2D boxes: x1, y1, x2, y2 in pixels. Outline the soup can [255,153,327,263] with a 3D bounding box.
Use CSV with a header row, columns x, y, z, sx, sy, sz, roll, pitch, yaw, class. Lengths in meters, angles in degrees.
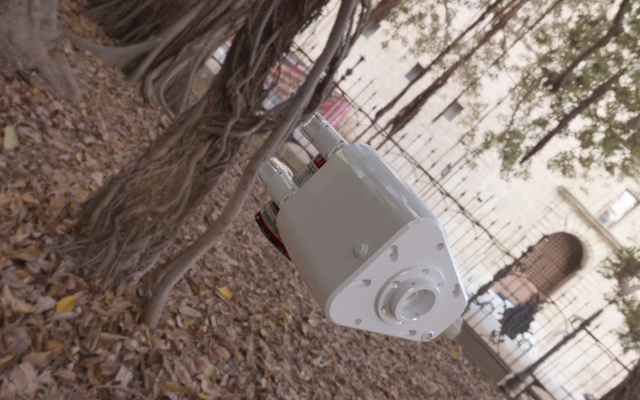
x,y,z,sx,sy,sz,roll,pitch,yaw,class
0.000,0.001,0.430,0.102,0.068,0.068,-44,-8,8,soup can
